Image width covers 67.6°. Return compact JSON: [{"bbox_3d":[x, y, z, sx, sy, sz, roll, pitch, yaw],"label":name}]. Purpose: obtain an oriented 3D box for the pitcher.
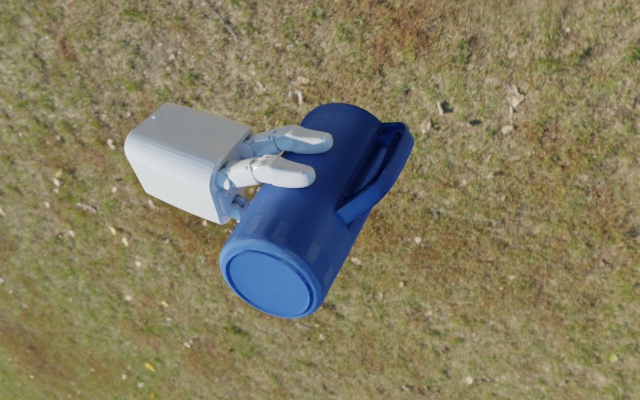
[{"bbox_3d":[0.000,0.002,0.522,0.145,0.149,0.242,21,44,8],"label":"pitcher"}]
